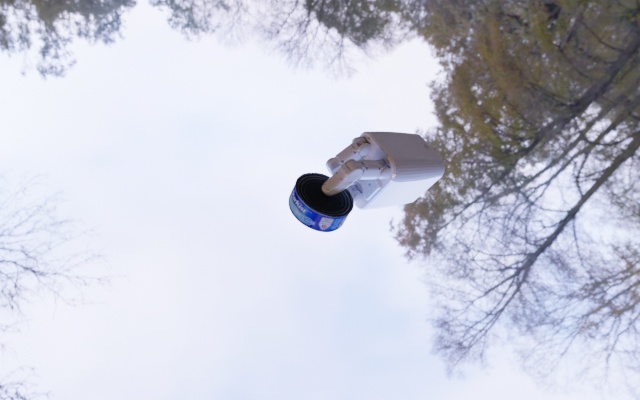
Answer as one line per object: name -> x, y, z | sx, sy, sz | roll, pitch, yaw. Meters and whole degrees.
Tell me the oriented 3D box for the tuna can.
tuna can -> 0.000, 0.003, 0.654 | 0.086, 0.034, 0.086 | 17, 38, -14
